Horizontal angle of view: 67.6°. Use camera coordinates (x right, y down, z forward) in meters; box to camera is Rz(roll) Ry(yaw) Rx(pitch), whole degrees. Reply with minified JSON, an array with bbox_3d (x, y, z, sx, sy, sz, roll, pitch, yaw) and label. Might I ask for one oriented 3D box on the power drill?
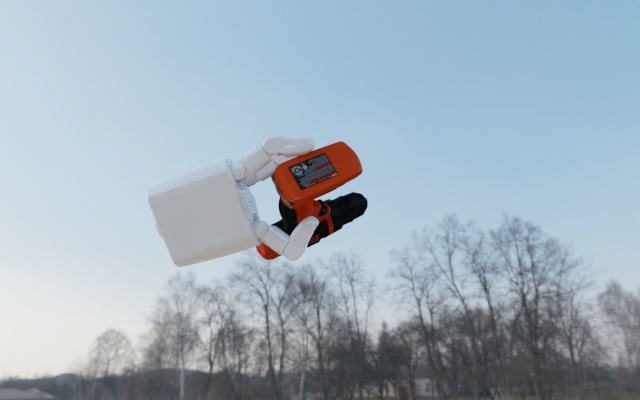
[{"bbox_3d":[0.000,0.002,0.644,0.184,0.057,0.188,-25,-24,-21],"label":"power drill"}]
